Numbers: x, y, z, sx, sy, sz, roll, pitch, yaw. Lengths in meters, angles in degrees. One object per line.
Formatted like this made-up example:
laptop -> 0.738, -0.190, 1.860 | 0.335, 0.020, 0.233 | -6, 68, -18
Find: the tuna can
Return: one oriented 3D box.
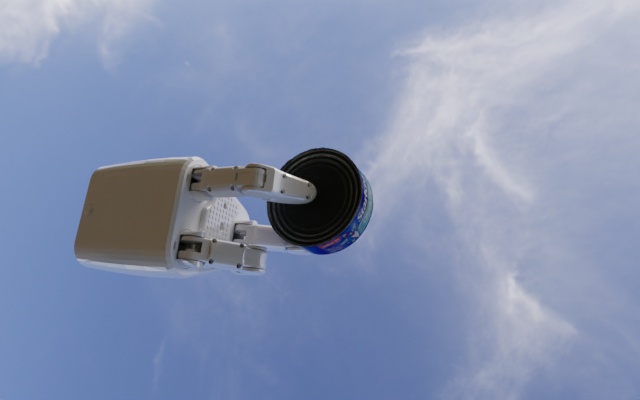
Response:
tuna can -> 0.000, 0.002, 0.401 | 0.086, 0.086, 0.034 | 0, -20, 26
